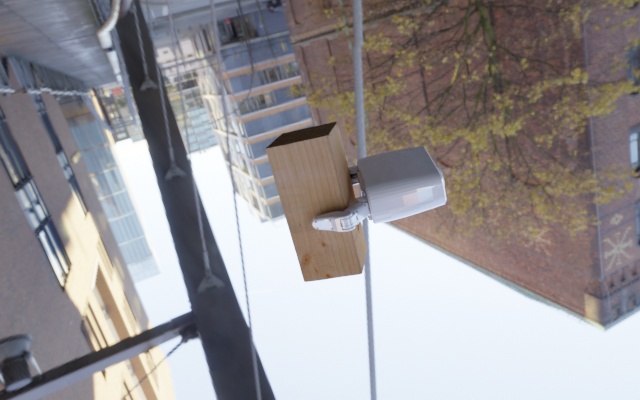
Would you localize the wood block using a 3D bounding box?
[{"bbox_3d":[0.000,0.002,0.694,0.090,0.206,0.090,-10,18,14],"label":"wood block"}]
